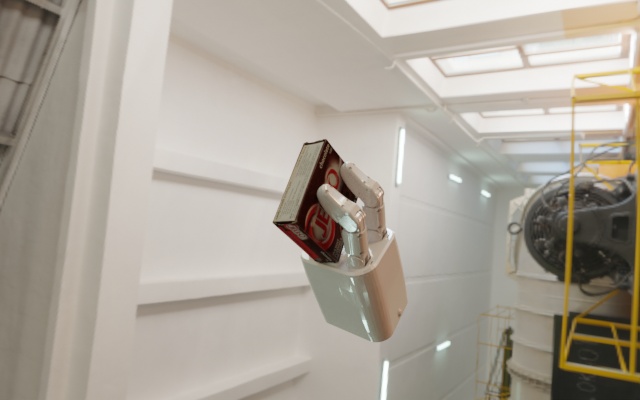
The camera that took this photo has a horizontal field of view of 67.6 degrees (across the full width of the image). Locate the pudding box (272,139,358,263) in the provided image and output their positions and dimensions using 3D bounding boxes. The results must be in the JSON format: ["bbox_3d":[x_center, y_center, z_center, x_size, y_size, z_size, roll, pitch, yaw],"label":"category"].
[{"bbox_3d":[0.000,0.002,0.544,0.039,0.113,0.090,-5,-36,34],"label":"pudding box"}]
